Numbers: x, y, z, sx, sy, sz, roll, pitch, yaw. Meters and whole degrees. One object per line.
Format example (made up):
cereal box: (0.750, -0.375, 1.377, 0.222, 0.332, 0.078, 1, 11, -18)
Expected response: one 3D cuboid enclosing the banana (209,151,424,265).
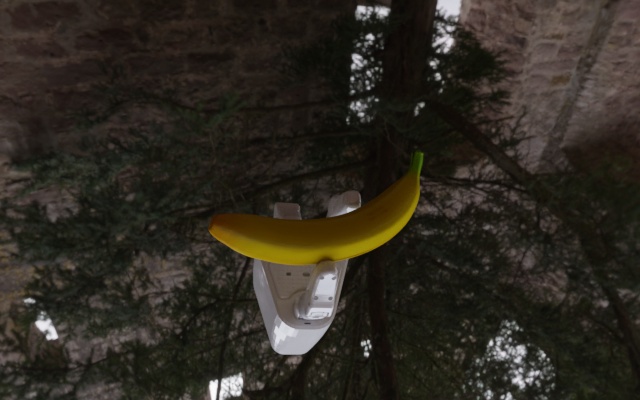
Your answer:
banana: (0.010, 0.018, 0.401, 0.198, 0.069, 0.037, -19, -4, -21)
